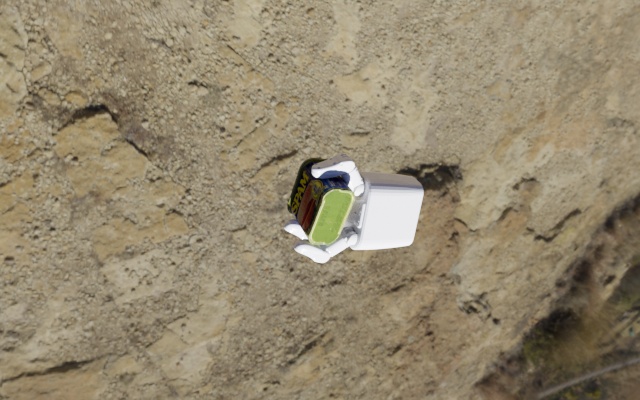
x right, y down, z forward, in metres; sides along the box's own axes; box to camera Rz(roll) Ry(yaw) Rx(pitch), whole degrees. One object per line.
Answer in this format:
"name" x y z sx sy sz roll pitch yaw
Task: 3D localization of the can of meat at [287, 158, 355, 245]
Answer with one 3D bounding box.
"can of meat" 0.000 0.002 0.700 0.057 0.102 0.084 3 32 -30
